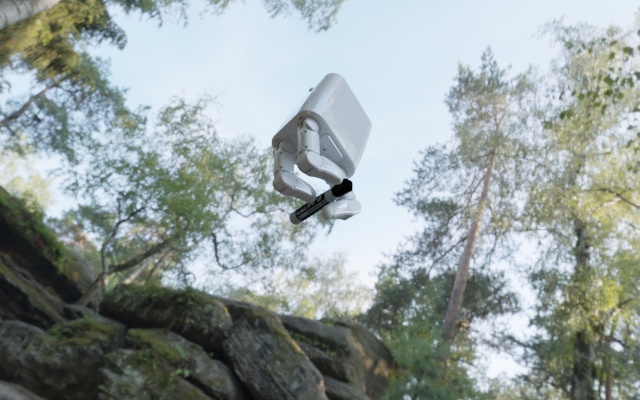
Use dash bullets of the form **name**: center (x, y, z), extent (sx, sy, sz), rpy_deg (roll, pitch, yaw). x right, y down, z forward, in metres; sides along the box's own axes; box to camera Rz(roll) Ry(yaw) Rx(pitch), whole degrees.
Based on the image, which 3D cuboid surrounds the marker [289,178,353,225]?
- **marker**: center (0.000, 0.002, 0.625), extent (0.020, 0.020, 0.121), rpy_deg (0, -23, -41)
